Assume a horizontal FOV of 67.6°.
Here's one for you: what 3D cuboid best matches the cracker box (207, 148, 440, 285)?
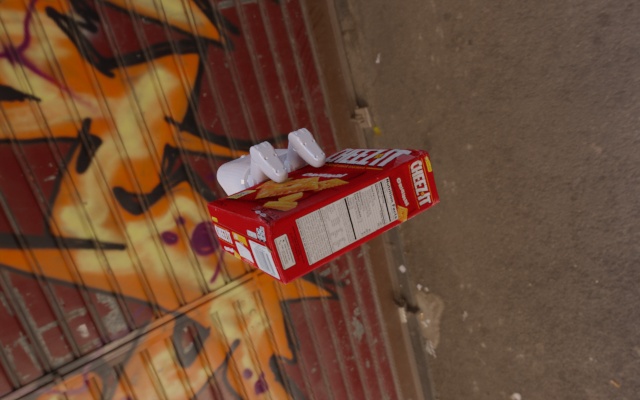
[{"bbox_3d":[0.000,0.002,0.552,0.213,0.072,0.164,-25,19,-27],"label":"cracker box"}]
